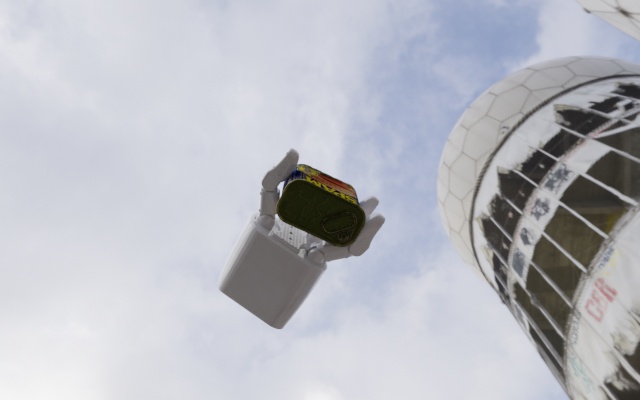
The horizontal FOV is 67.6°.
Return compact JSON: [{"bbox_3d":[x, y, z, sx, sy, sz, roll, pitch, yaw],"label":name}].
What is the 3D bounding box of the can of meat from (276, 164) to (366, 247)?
[{"bbox_3d":[0.000,0.002,0.586,0.102,0.057,0.084,25,17,-10],"label":"can of meat"}]
